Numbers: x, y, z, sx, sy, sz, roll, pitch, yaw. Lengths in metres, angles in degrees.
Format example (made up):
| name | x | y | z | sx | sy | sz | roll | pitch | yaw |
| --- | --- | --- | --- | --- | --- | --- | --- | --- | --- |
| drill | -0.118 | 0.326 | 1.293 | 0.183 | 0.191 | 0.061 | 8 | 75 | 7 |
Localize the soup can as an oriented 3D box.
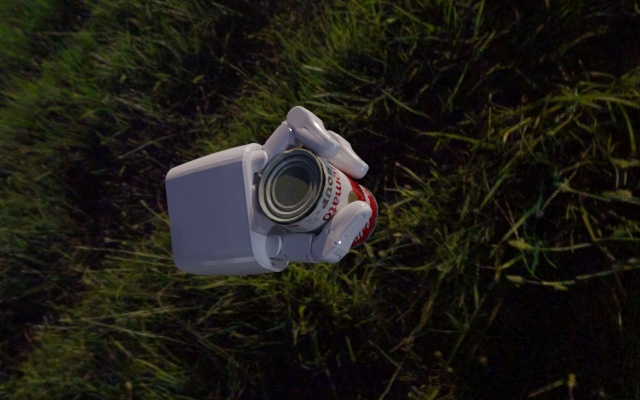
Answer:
| name | x | y | z | sx | sy | sz | roll | pitch | yaw |
| --- | --- | --- | --- | --- | --- | --- | --- | --- | --- |
| soup can | 0.000 | 0.001 | 0.431 | 0.068 | 0.068 | 0.102 | 0 | -17 | 33 |
